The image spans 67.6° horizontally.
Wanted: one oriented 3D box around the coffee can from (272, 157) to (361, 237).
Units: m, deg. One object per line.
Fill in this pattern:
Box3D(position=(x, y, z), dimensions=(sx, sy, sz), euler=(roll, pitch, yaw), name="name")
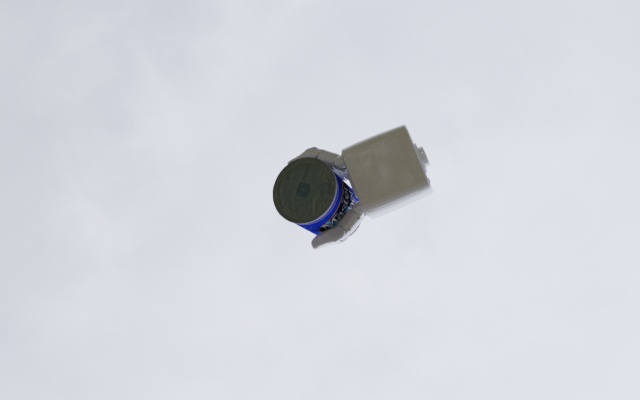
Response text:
Box3D(position=(0.000, 0.003, 0.763), dimensions=(0.103, 0.102, 0.140), euler=(0, -15, 22), name="coffee can")
